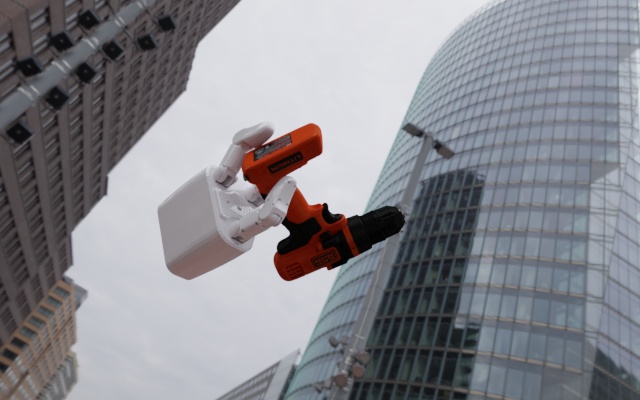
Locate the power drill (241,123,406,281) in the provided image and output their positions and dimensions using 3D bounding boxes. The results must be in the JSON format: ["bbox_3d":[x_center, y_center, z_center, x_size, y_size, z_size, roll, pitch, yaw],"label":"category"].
[{"bbox_3d":[0.000,0.002,0.602,0.184,0.188,0.057,-25,26,2],"label":"power drill"}]
